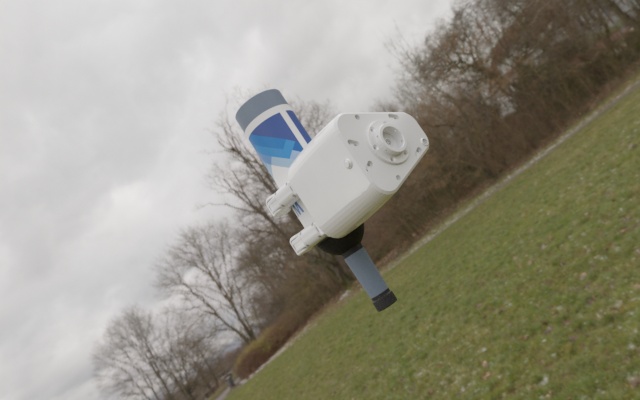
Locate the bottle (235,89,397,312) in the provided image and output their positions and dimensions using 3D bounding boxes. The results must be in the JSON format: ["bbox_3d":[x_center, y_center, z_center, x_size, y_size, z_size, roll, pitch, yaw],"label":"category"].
[{"bbox_3d":[0.000,0.002,0.583,0.069,0.295,0.069,-32,-8,-5],"label":"bottle"}]
